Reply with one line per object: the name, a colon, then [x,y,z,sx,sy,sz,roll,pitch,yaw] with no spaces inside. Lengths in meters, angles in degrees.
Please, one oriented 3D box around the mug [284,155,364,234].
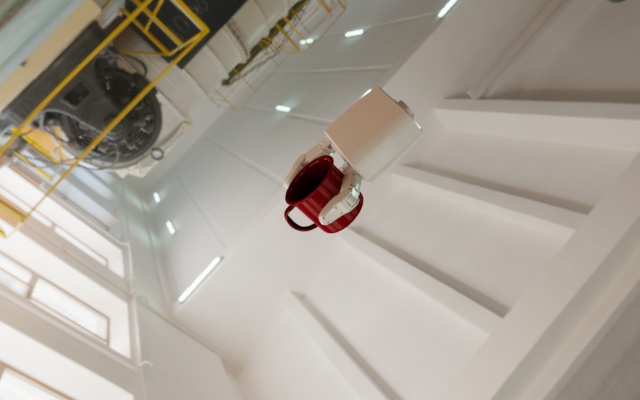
mug: [-0.001,0.003,0.700,0.081,0.117,0.093,43,11,-26]
